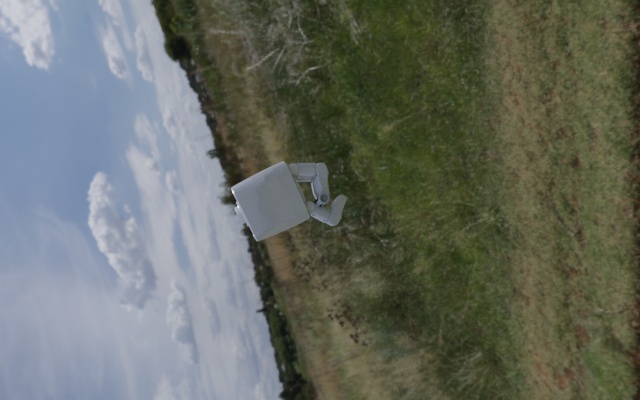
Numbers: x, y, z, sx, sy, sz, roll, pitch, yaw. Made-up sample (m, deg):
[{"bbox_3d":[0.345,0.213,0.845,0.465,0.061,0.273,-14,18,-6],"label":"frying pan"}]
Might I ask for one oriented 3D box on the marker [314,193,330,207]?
[{"bbox_3d":[0.000,0.003,0.856,0.020,0.020,0.121,0,-6,-6],"label":"marker"}]
